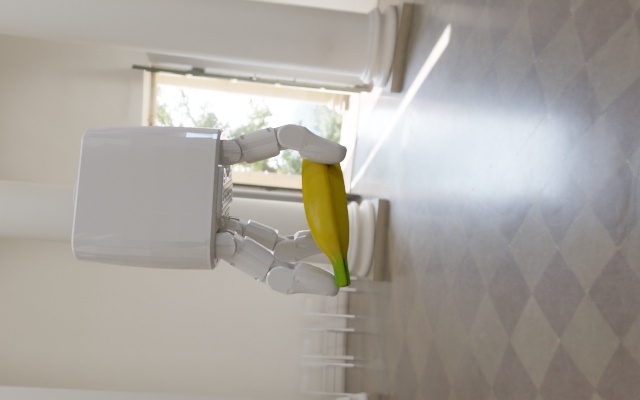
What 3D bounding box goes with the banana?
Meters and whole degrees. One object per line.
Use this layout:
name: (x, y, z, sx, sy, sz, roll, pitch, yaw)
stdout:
banana: (0.001, -0.012, 0.434, 0.037, 0.070, 0.197, -1, 34, -4)
